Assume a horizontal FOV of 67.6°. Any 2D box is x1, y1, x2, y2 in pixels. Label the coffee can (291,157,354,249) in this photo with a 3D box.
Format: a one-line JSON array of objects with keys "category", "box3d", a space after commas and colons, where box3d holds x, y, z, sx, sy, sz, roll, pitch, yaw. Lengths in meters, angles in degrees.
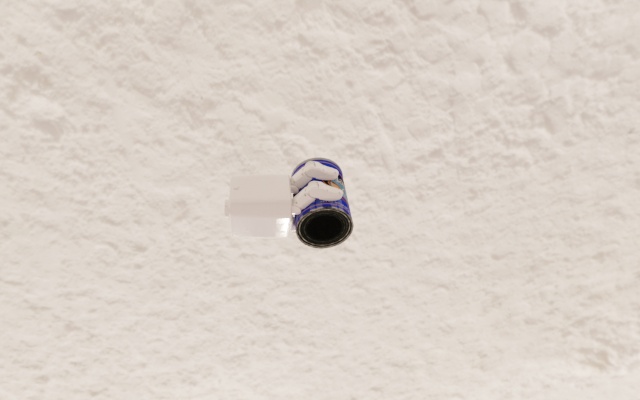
[{"category": "coffee can", "box3d": [0.000, 0.003, 0.881, 0.103, 0.103, 0.140, 0, 42, -8]}]
